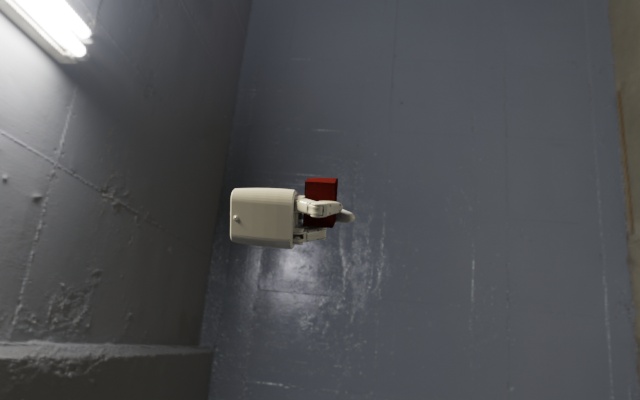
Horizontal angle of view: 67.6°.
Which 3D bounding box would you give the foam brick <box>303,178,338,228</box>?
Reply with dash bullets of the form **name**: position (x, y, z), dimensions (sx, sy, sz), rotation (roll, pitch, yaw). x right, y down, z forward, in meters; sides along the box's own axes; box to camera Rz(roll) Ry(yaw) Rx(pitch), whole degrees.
- **foam brick**: position (0.000, 0.002, 0.803), dimensions (0.051, 0.078, 0.053), rotation (4, 10, 7)
